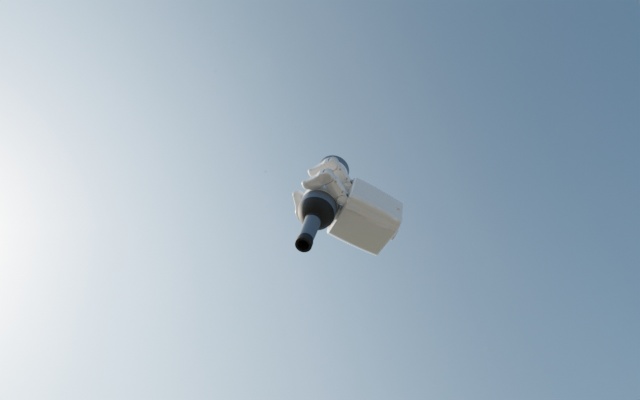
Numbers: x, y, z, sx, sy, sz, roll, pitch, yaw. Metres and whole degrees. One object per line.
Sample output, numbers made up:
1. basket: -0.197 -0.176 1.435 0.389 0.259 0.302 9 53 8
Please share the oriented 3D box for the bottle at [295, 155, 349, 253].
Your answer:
1. bottle: 0.000 0.003 0.865 0.069 0.069 0.295 0 27 12
